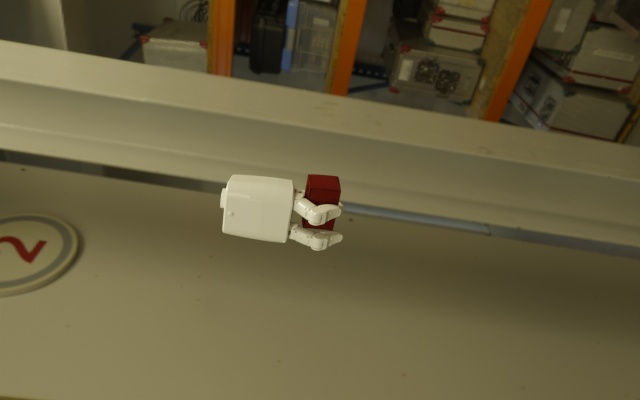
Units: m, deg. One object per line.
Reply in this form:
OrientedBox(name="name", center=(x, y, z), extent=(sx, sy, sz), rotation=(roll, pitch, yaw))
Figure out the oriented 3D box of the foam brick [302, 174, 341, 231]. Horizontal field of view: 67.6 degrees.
OrientedBox(name="foam brick", center=(0.000, 0.002, 0.785), extent=(0.051, 0.078, 0.053), rotation=(7, 27, -8))
